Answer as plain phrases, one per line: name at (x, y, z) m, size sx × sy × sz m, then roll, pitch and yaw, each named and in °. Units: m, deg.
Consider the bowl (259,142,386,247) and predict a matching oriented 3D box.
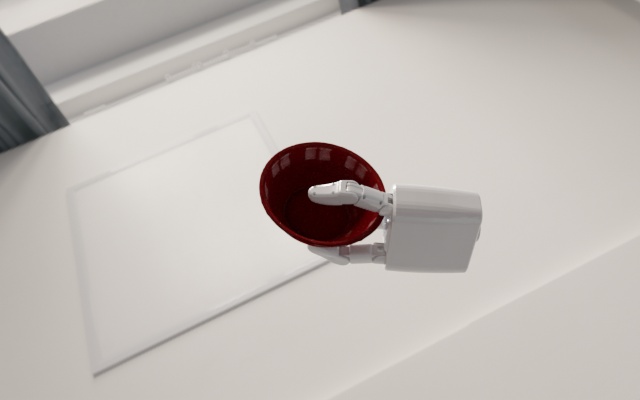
bowl at (-0.001, 0.002, 0.611) m, size 0.162 × 0.162 × 0.055 m, roll 0°, pitch -35°, yaw -13°
